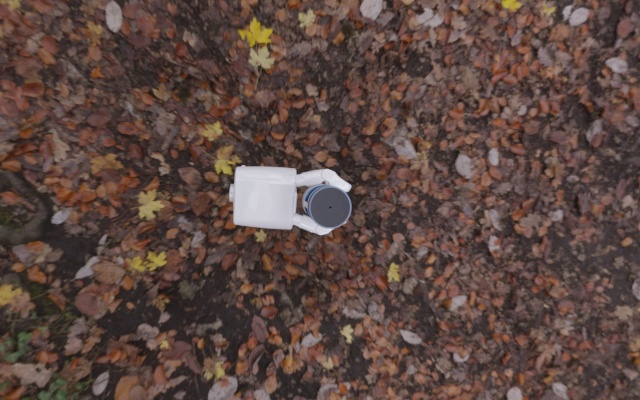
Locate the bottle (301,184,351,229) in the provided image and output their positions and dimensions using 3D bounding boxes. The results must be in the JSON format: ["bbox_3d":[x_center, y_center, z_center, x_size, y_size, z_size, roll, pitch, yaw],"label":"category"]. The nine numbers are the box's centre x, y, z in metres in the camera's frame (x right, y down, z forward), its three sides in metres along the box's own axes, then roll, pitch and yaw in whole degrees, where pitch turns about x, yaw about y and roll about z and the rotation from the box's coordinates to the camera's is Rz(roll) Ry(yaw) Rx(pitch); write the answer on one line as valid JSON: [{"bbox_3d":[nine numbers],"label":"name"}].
[{"bbox_3d":[0.000,0.003,0.879,0.069,0.069,0.295,0,3,-6],"label":"bottle"}]
